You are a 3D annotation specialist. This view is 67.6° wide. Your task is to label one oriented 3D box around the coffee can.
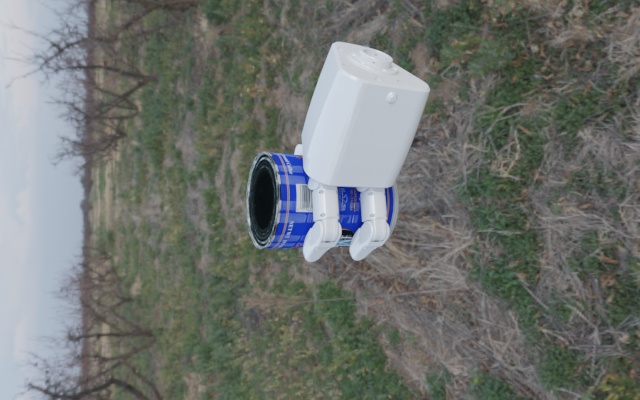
[{"bbox_3d":[0.000,0.002,0.529,0.140,0.103,0.103,2,-1,-26],"label":"coffee can"}]
